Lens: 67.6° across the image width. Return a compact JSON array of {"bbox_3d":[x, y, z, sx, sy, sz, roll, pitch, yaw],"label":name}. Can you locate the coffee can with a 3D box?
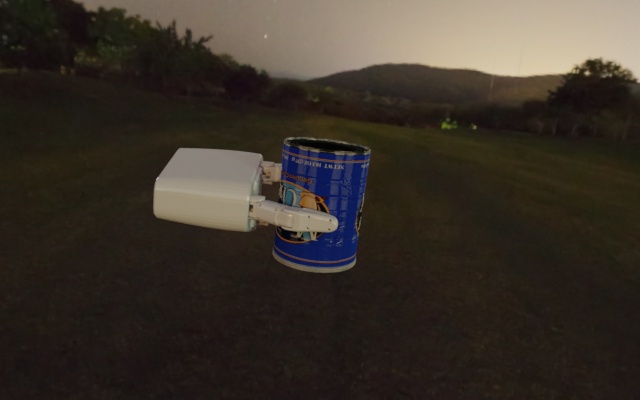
[{"bbox_3d":[0.000,0.002,0.569,0.103,0.140,0.102,6,14,-2],"label":"coffee can"}]
